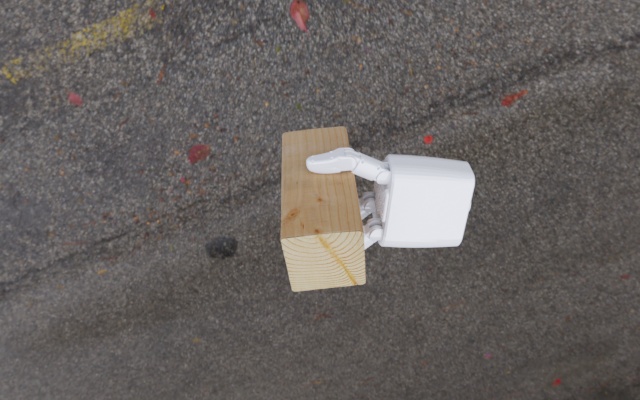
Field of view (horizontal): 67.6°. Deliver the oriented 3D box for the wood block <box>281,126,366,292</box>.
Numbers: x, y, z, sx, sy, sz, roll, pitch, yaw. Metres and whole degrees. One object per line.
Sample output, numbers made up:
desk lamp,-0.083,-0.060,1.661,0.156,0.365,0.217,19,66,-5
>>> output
wood block,0.000,0.002,0.606,0.090,0.091,0.206,-6,41,1
